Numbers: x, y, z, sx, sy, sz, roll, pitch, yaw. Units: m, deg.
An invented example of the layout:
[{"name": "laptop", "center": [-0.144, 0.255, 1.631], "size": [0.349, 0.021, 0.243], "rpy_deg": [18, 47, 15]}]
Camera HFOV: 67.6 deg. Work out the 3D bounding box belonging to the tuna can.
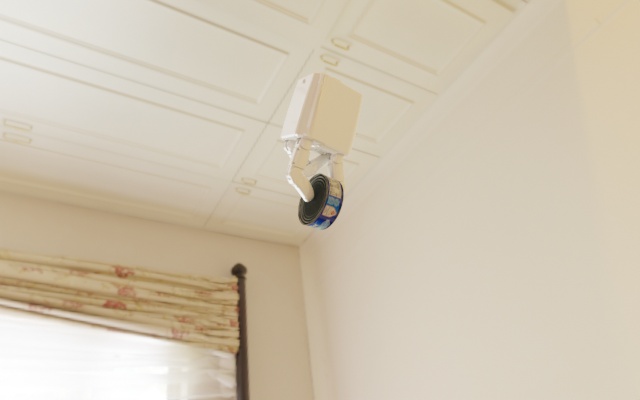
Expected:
[{"name": "tuna can", "center": [0.001, 0.003, 0.758], "size": [0.034, 0.086, 0.086], "rpy_deg": [20, -9, -27]}]
